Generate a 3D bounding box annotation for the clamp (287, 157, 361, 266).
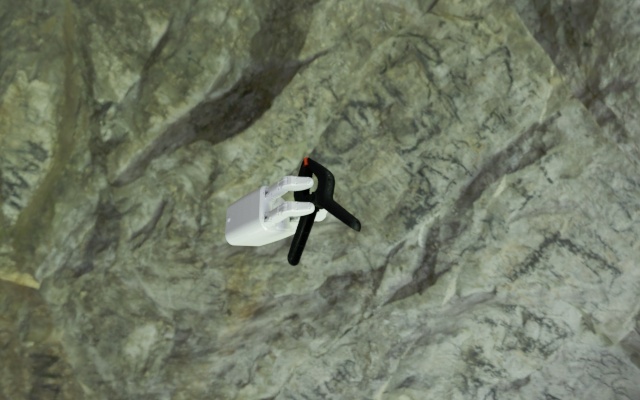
[{"bbox_3d":[0.000,0.003,0.890,0.164,0.209,0.036,-24,-35,33],"label":"clamp"}]
